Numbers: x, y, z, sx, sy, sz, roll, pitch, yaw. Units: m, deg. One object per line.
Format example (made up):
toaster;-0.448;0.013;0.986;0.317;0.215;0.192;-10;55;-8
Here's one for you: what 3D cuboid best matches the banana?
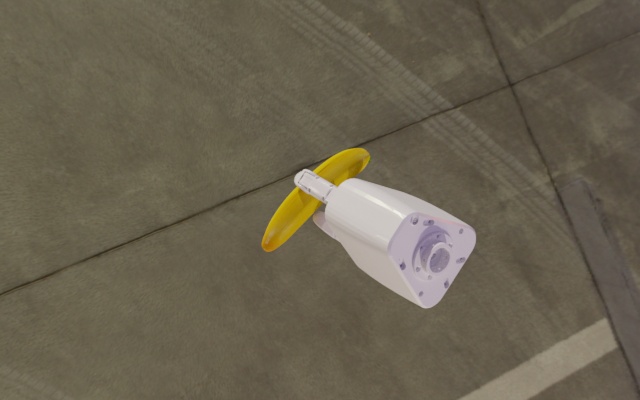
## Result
banana;0.000;-0.010;0.606;0.037;0.197;0.070;41;-20;29
